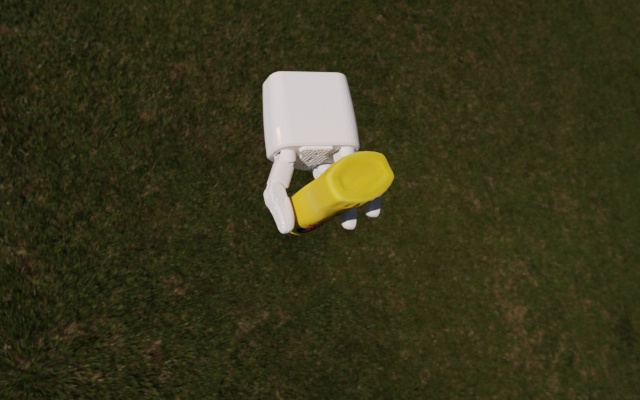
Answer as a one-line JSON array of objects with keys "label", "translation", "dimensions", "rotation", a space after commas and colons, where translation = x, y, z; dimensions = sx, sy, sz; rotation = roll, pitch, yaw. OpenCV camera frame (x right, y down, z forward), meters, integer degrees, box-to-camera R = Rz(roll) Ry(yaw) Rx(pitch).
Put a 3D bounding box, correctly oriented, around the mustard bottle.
[{"label": "mustard bottle", "translation": [0.000, 0.002, 0.601], "dimensions": [0.096, 0.058, 0.192], "rotation": [-25, -4, -36]}]
